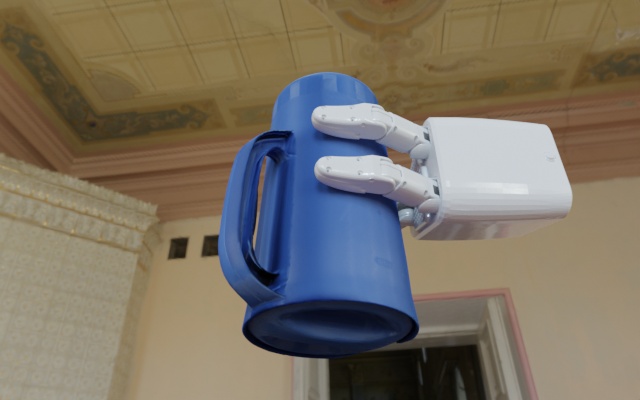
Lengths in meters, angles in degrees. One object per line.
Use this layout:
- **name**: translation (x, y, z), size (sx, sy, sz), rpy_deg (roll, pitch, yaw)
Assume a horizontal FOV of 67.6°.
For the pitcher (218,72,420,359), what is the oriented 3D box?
- **pitcher**: translation (0.000, 0.001, 0.415), size (0.145, 0.242, 0.149), rpy_deg (1, -34, -2)
